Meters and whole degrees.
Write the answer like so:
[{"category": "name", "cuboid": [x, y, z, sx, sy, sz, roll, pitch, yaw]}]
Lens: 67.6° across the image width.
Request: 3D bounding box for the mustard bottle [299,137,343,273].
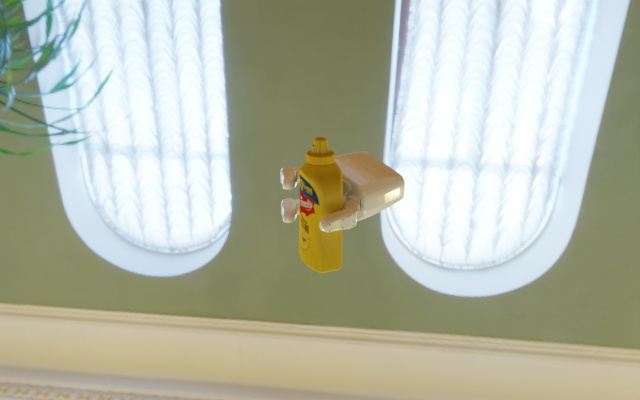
[{"category": "mustard bottle", "cuboid": [0.000, 0.003, 0.701, 0.058, 0.192, 0.096, -7, 24, -19]}]
